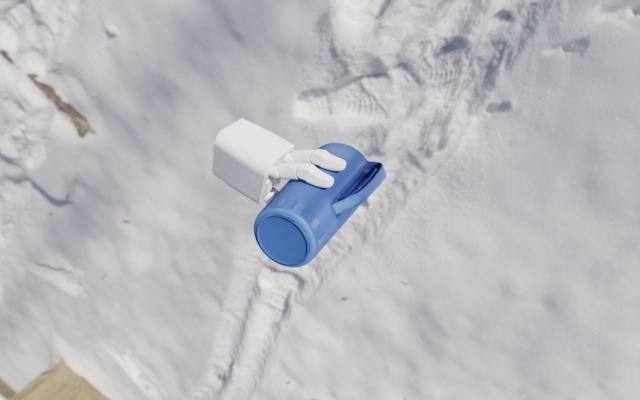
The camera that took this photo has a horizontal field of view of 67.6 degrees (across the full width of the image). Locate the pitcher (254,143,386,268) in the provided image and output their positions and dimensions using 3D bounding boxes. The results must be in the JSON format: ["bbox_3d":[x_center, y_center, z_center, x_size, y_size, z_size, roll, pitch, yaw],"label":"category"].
[{"bbox_3d":[0.000,0.003,0.804,0.145,0.149,0.242,30,37,8],"label":"pitcher"}]
